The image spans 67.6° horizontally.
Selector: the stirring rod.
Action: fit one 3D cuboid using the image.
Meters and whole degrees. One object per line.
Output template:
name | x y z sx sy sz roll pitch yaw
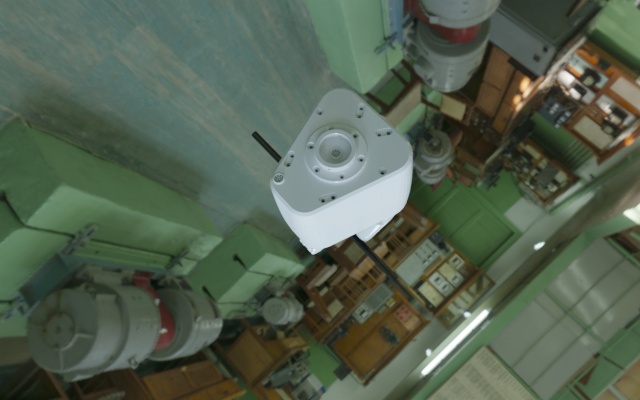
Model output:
stirring rod | 0.000 0.002 0.545 0.239 0.011 0.011 46 16 16
